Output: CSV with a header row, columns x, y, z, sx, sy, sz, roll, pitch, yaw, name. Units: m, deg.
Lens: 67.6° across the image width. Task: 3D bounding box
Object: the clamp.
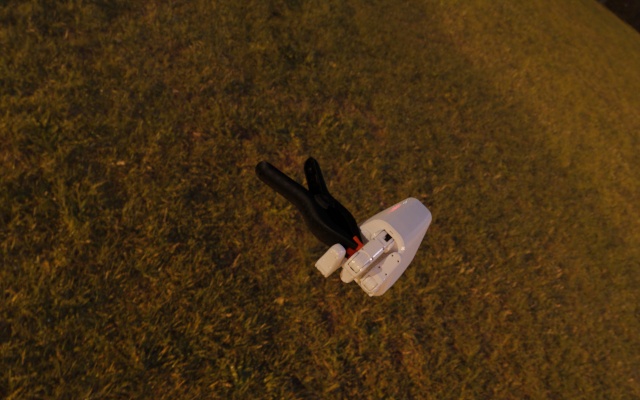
x,y,z,sx,sy,sz,roll,pitch,yaw,name
0.000,0.002,0.646,0.120,0.171,0.039,-29,-16,-51,clamp
